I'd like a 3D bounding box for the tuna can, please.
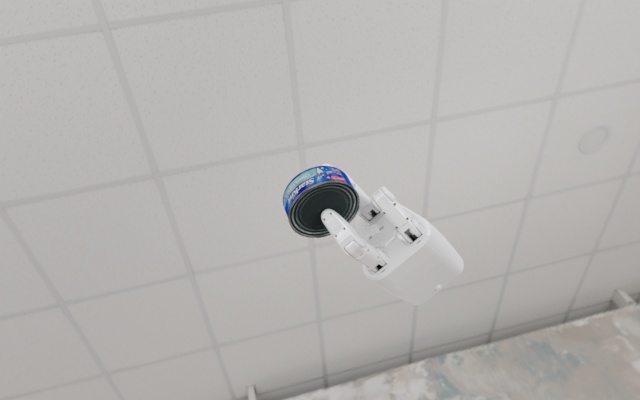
[{"bbox_3d":[0.000,0.001,0.556,0.086,0.086,0.033,0,41,-24],"label":"tuna can"}]
